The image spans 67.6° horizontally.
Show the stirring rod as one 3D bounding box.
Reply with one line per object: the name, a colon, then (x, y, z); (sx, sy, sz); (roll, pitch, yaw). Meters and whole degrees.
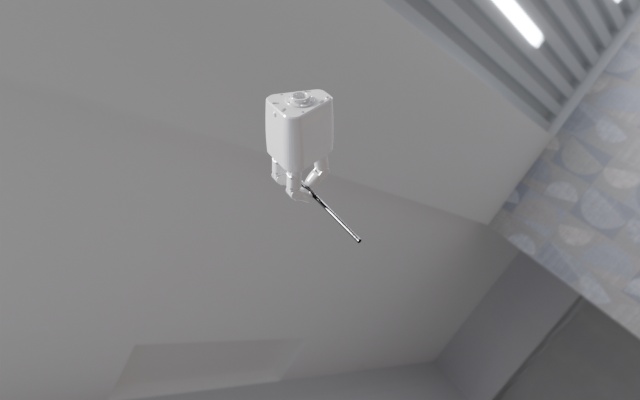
stirring rod: (0.000, 0.003, 0.872); (0.011, 0.011, 0.239); (0, 33, -40)
